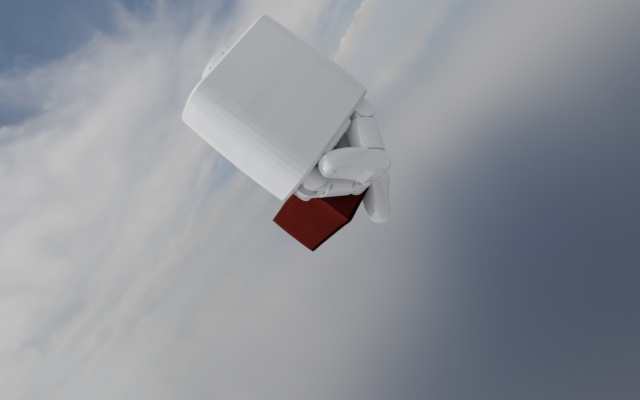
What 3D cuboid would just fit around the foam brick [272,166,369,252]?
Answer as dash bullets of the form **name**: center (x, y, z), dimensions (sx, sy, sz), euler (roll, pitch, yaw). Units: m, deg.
- **foam brick**: center (0.000, 0.002, 0.447), dimensions (0.051, 0.053, 0.078), euler (36, -38, -7)
